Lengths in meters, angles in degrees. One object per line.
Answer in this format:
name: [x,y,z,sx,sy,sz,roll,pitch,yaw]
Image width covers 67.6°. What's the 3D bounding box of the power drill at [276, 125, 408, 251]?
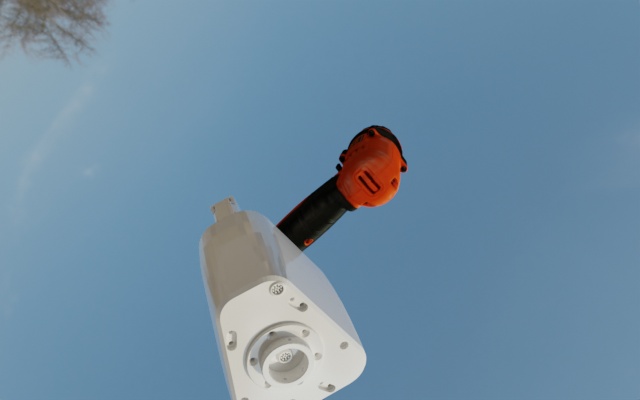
power drill: [0.000,0.002,0.460,0.188,0.057,0.184,-42,5,17]
